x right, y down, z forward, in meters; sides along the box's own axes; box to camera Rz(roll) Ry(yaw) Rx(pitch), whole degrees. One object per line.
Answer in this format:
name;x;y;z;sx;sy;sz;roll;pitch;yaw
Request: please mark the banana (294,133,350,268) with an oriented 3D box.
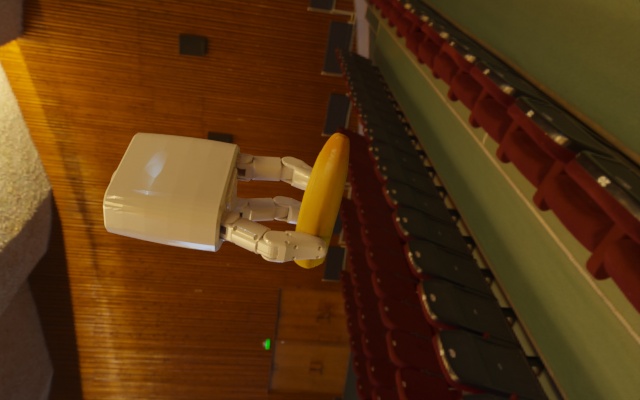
banana;-0.004;0.018;0.478;0.037;0.069;0.198;13;-34;0
